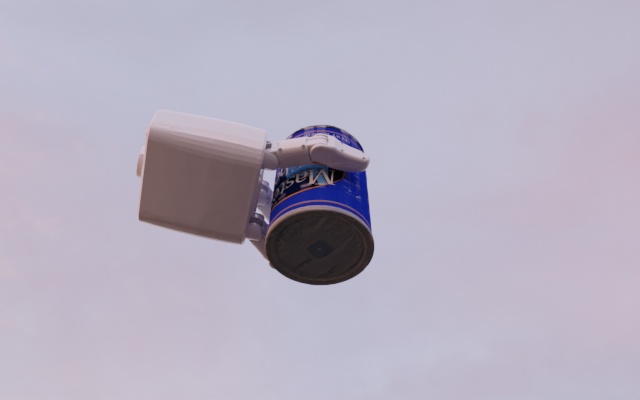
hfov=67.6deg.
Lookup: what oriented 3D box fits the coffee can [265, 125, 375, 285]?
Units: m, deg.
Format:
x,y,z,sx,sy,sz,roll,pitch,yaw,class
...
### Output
x,y,z,sx,sy,sz,roll,pitch,yaw,class
0.000,0.002,0.498,0.103,0.103,0.140,0,41,1,coffee can
